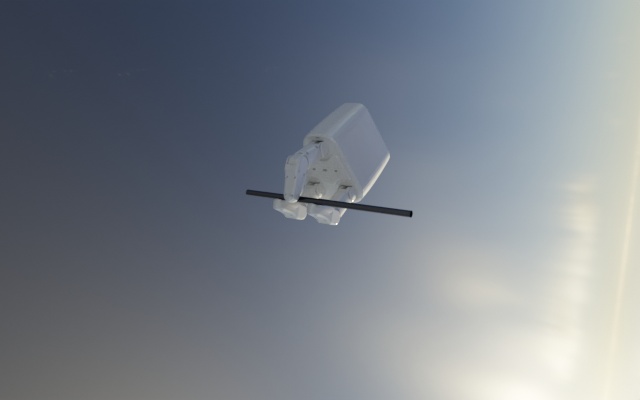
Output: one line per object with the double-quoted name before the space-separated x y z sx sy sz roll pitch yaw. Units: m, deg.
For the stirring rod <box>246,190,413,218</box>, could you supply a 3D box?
"stirring rod" 0.000 0.002 0.592 0.239 0.011 0.011 7 4 33
